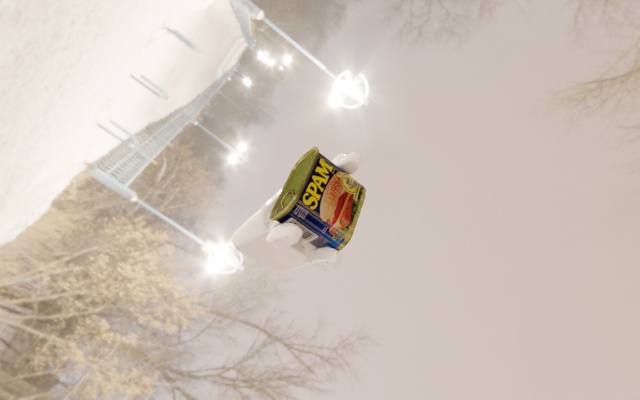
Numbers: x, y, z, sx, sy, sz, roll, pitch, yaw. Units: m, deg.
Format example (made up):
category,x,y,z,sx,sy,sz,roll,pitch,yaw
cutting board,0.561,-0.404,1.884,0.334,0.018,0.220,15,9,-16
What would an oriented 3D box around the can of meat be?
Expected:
category,x,y,z,sx,sy,sz,roll,pitch,yaw
can of meat,0.000,0.002,0.564,0.084,0.102,0.057,36,-38,-17
